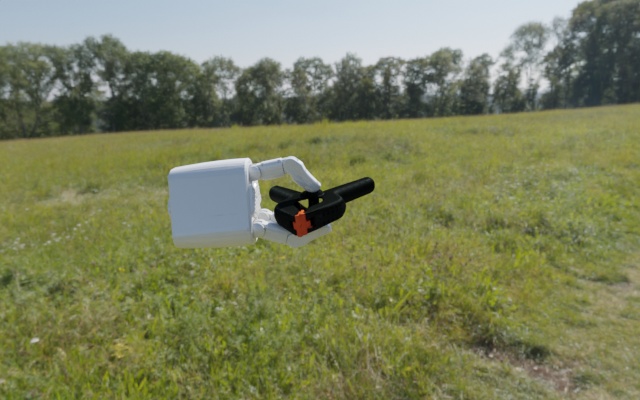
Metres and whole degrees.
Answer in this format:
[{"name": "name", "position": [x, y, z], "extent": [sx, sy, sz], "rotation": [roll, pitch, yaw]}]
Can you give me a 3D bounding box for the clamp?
[{"name": "clamp", "position": [0.000, 0.002, 0.656], "extent": [0.164, 0.036, 0.210], "rotation": [-8, 13, 2]}]
